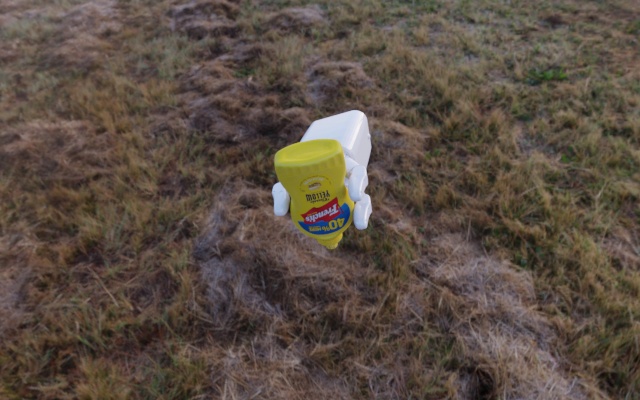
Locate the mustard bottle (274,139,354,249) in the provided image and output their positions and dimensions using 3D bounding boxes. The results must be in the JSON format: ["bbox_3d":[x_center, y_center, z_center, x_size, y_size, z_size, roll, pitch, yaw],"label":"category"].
[{"bbox_3d":[0.000,0.002,0.707,0.096,0.192,0.058,-13,41,2],"label":"mustard bottle"}]
